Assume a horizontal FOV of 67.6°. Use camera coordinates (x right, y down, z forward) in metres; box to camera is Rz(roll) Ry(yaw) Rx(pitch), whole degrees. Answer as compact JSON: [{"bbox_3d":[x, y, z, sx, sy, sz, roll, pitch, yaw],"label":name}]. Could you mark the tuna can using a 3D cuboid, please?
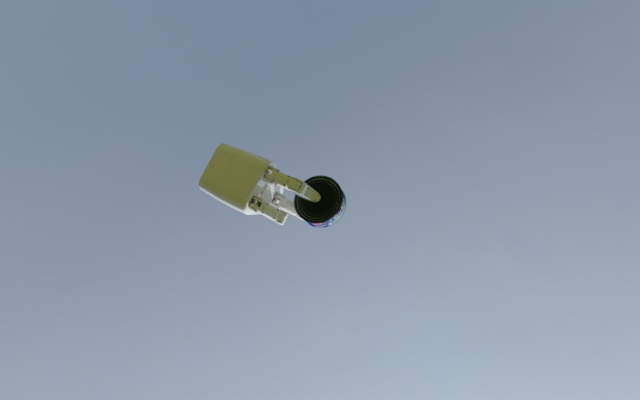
[{"bbox_3d":[0.000,0.003,0.817,0.086,0.086,0.034,0,-19,17],"label":"tuna can"}]
